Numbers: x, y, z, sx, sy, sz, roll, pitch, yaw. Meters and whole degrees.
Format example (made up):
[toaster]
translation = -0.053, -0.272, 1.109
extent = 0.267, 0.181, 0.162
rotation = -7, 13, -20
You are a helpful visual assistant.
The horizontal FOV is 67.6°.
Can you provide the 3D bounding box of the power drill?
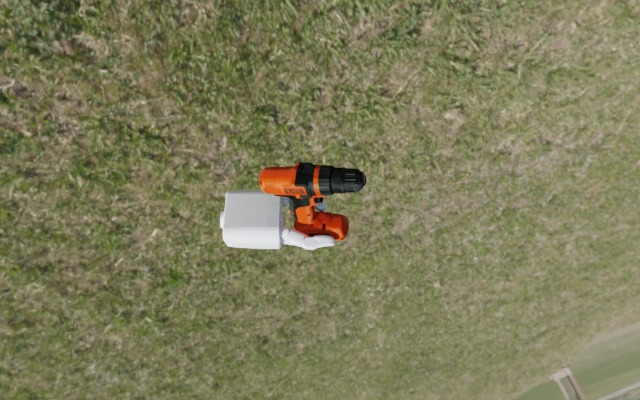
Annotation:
[power drill]
translation = 0.000, 0.003, 0.858
extent = 0.184, 0.057, 0.188
rotation = 3, -35, 16
